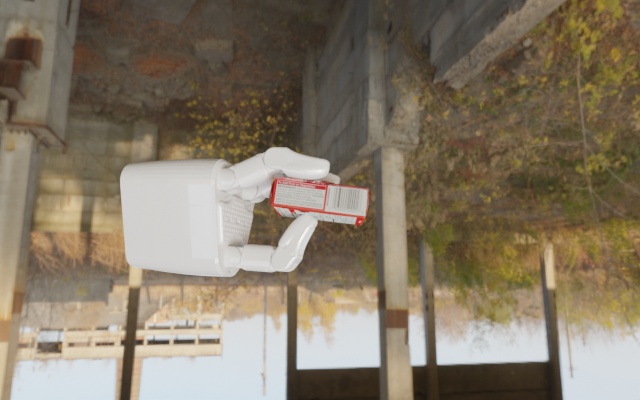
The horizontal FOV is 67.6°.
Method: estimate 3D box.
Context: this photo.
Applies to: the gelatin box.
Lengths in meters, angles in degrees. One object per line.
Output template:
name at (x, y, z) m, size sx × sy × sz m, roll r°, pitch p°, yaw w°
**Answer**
gelatin box at (0.000, 0.002, 0.460) m, size 0.089 × 0.030 × 0.073 m, roll 7°, pitch -8°, yaw 4°
